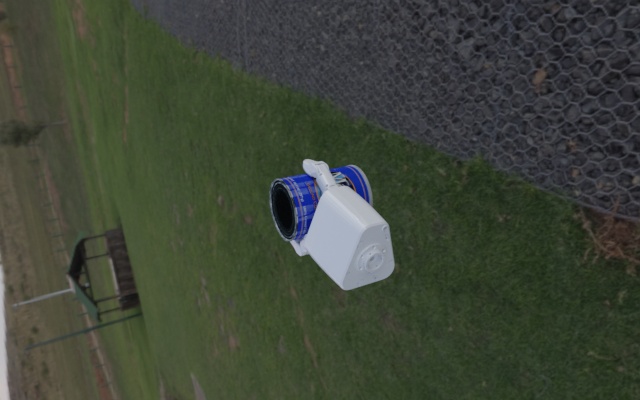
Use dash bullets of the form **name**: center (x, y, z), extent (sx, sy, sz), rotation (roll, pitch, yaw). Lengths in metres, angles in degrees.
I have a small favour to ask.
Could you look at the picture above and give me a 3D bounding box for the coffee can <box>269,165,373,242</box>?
- **coffee can**: center (0.000, 0.002, 0.788), extent (0.140, 0.103, 0.103), rotation (-12, 5, -26)
